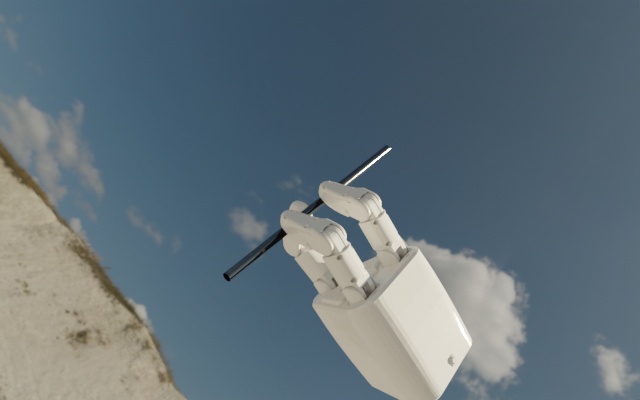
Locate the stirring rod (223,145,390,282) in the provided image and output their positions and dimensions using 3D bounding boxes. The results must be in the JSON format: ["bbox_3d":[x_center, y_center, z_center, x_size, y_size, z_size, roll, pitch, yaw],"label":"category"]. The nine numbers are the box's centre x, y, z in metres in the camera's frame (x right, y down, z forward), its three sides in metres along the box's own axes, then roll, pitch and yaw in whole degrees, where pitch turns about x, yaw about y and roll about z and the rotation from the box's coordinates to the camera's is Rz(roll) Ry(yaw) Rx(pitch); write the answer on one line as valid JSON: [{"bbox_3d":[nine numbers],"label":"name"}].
[{"bbox_3d":[0.000,0.002,0.446,0.011,0.011,0.239,0,29,44],"label":"stirring rod"}]
